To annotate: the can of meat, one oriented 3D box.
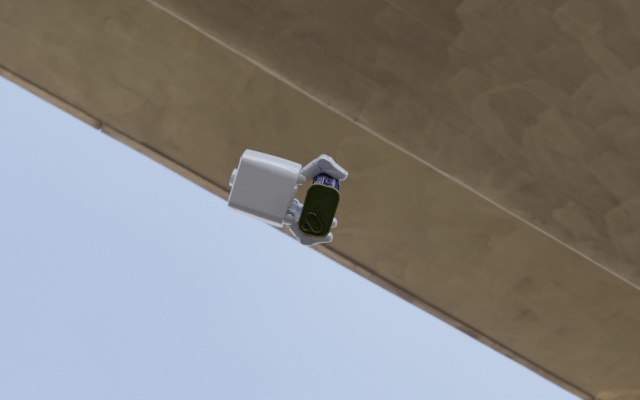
[{"bbox_3d":[0.000,0.003,0.855,0.057,0.102,0.084,16,25,-2],"label":"can of meat"}]
